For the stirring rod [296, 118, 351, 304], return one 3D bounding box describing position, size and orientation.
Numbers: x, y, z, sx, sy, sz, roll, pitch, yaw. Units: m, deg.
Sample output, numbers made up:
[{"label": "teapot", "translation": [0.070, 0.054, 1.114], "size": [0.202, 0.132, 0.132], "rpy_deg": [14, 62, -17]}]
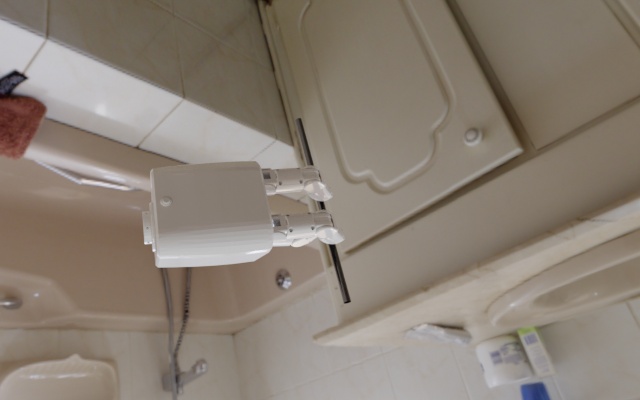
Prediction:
[{"label": "stirring rod", "translation": [0.000, 0.002, 0.547], "size": [0.011, 0.239, 0.011], "rpy_deg": [-12, -27, -6]}]
